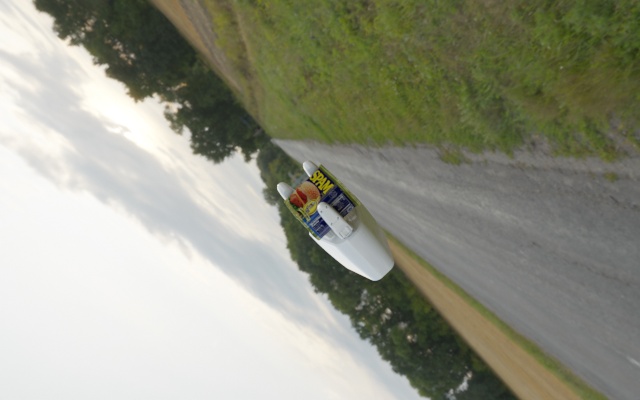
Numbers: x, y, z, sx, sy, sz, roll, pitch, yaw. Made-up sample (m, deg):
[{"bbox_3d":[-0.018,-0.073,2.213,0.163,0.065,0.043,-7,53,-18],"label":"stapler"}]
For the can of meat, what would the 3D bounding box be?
[{"bbox_3d":[0.000,0.003,0.730,0.057,0.084,0.102,46,1,-32],"label":"can of meat"}]
